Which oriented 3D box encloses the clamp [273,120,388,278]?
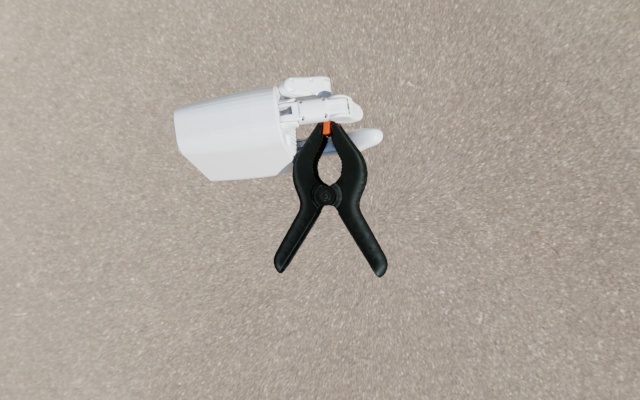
[{"bbox_3d":[0.000,0.001,0.500,0.120,0.171,0.039,-8,-3,7],"label":"clamp"}]
